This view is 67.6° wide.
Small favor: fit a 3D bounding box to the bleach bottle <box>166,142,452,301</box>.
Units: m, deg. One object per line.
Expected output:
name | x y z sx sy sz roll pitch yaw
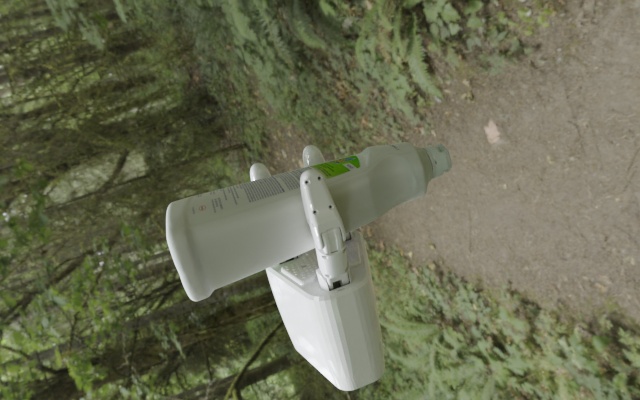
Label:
bleach bottle | 0.000 0.001 0.415 0.251 0.068 0.102 -18 23 -10
